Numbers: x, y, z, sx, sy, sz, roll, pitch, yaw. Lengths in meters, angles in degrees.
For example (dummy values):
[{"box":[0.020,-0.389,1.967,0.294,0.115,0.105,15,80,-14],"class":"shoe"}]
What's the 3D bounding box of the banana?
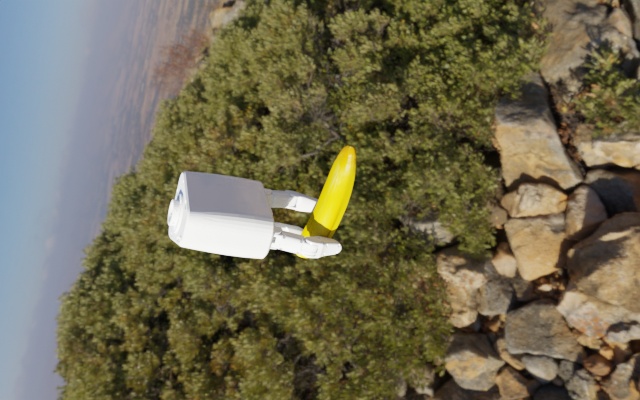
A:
[{"box":[0.003,0.018,0.644,0.037,0.069,0.198,9,-49,-24],"class":"banana"}]
